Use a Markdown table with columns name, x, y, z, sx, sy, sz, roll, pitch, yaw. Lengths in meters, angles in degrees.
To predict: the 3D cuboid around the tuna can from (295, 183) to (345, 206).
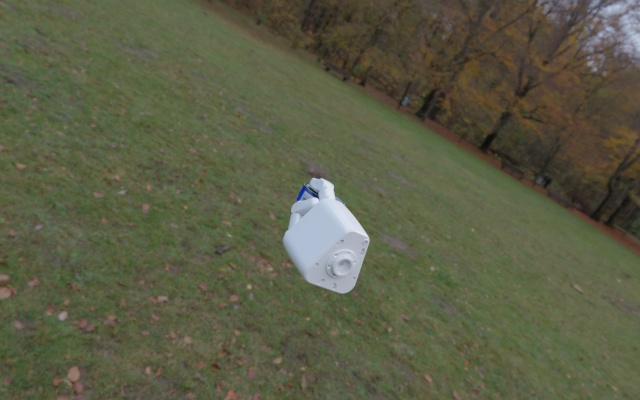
| name | x | y | z | sx | sy | sz | roll | pitch | yaw |
| --- | --- | --- | --- | --- | --- | --- | --- | --- | --- |
| tuna can | 0.000 | 0.002 | 0.865 | 0.086 | 0.034 | 0.086 | 26 | 11 | -6 |
